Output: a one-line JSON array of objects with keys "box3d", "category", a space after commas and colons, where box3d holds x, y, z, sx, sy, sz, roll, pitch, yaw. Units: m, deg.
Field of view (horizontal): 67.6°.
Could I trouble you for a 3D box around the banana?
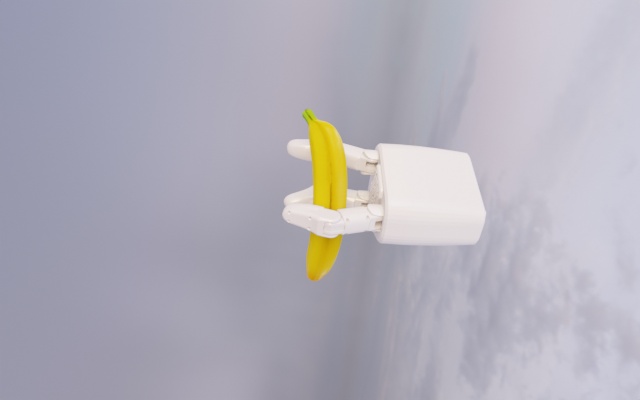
[{"box3d": [0.005, 0.002, 0.518, 0.037, 0.198, 0.069, -3, 11, -15], "category": "banana"}]
